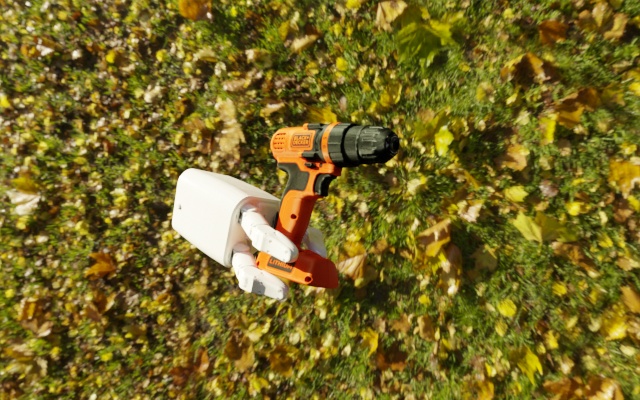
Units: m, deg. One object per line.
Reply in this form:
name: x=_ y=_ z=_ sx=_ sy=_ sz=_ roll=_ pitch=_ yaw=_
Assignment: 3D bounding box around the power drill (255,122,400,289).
power drill: x=0.000 y=0.002 z=0.550 sx=0.057 sy=0.187 sz=0.184 roll=18 pitch=-8 yaw=-43
